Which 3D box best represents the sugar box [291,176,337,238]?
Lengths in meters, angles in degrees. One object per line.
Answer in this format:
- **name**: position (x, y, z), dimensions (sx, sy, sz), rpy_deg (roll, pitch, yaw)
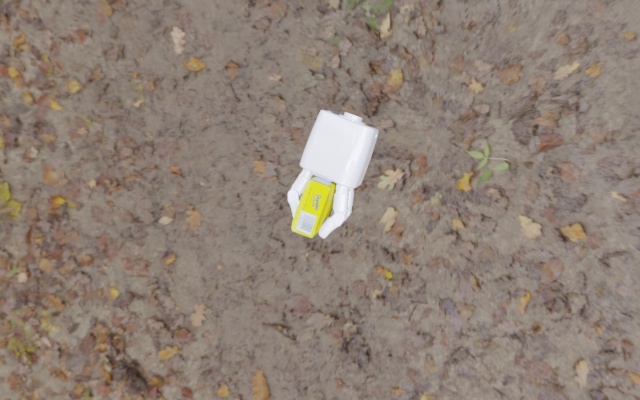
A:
- **sugar box**: position (0.001, 0.003, 0.858), dimensions (0.048, 0.093, 0.176), rpy_deg (22, 12, 10)
